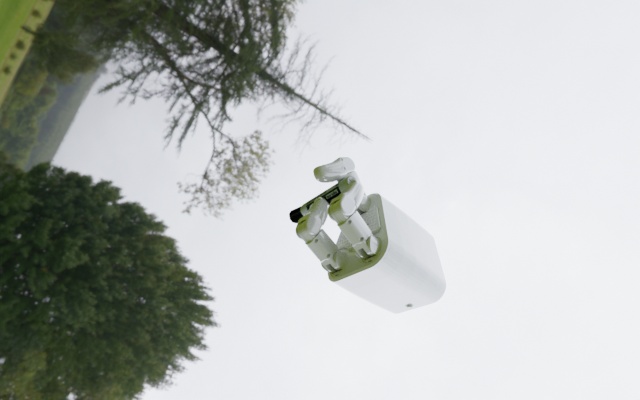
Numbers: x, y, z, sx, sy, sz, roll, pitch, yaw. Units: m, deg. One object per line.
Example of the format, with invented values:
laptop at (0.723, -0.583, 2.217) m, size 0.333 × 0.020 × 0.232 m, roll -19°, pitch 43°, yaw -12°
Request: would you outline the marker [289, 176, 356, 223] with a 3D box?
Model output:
marker at (0.000, 0.002, 0.589) m, size 0.020 × 0.020 × 0.121 m, roll 0°, pitch -21°, yaw -42°
